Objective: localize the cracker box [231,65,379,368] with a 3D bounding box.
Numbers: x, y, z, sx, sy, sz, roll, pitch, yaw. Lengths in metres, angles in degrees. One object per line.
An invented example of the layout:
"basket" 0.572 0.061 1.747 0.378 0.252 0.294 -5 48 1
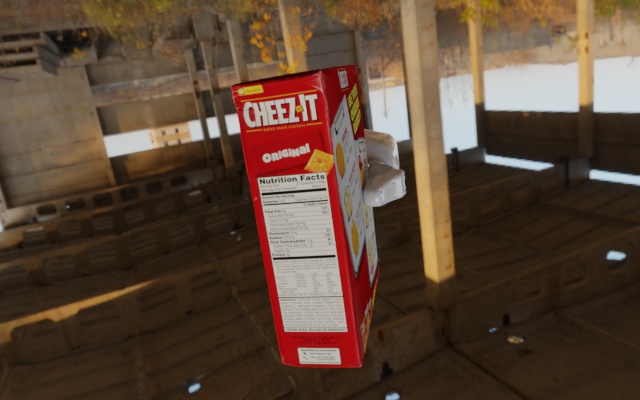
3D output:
"cracker box" 0.000 0.001 0.401 0.072 0.214 0.164 -5 15 13
